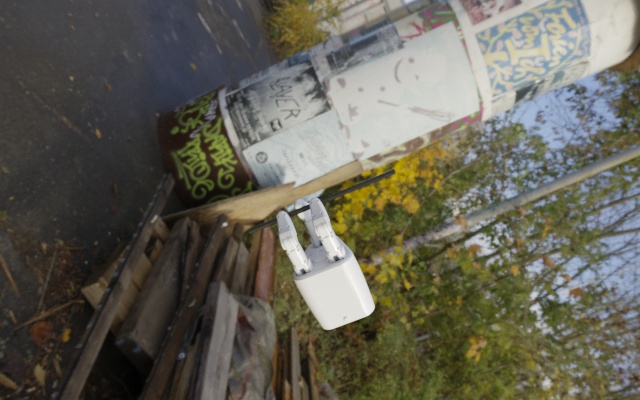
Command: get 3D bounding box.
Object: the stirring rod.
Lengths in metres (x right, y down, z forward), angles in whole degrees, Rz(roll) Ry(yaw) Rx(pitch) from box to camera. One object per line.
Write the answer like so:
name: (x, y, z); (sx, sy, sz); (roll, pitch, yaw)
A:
stirring rod: (0.000, 0.002, 0.722); (0.239, 0.011, 0.011); (-23, -4, 9)
